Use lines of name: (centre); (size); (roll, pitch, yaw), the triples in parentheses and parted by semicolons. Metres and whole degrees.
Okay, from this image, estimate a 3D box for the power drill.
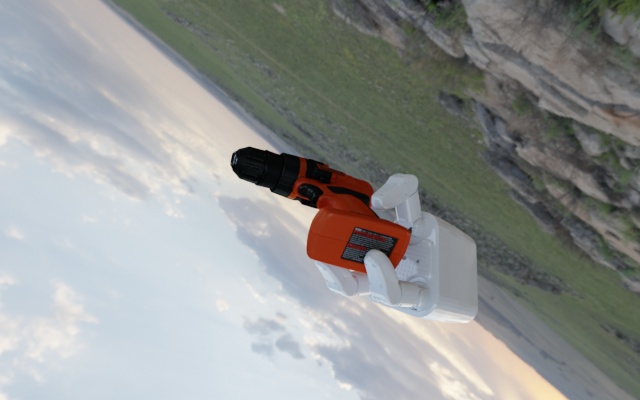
power drill: (0.000, 0.002, 0.517); (0.184, 0.057, 0.187); (14, 19, -23)
